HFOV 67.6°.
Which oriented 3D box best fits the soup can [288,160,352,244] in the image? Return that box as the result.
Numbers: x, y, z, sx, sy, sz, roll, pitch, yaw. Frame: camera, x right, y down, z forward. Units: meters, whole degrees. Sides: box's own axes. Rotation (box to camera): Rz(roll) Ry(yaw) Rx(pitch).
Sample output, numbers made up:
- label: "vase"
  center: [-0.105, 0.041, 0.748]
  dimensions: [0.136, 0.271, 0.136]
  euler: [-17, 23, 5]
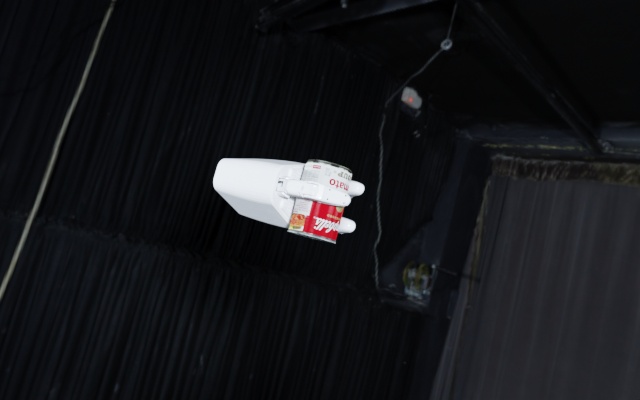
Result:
- label: "soup can"
  center: [0.001, 0.002, 0.658]
  dimensions: [0.068, 0.102, 0.068]
  euler: [14, -7, 2]
